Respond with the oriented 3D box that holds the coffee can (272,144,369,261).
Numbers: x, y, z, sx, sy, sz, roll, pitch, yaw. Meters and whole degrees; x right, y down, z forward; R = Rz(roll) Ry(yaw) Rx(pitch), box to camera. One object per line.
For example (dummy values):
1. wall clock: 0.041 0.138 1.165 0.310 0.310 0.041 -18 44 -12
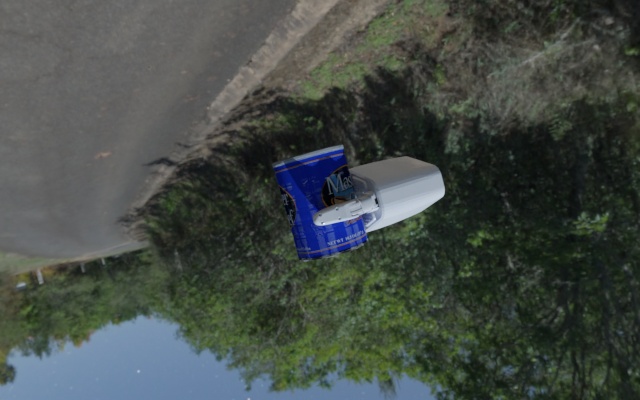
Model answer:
1. coffee can: 0.000 0.002 0.670 0.103 0.140 0.103 -15 3 1
